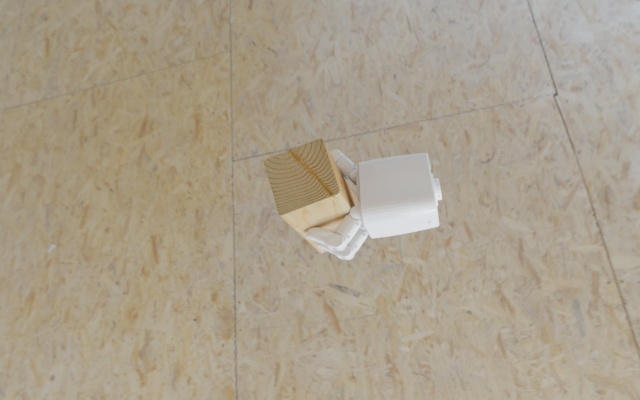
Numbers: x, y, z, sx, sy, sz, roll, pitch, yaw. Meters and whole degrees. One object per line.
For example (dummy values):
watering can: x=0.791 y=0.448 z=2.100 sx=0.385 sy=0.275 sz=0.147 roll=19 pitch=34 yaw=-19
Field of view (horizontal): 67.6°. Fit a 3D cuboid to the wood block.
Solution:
wood block: x=0.000 y=0.002 z=0.732 sx=0.090 sy=0.090 sz=0.206 roll=-21 pitch=-25 yaw=8
